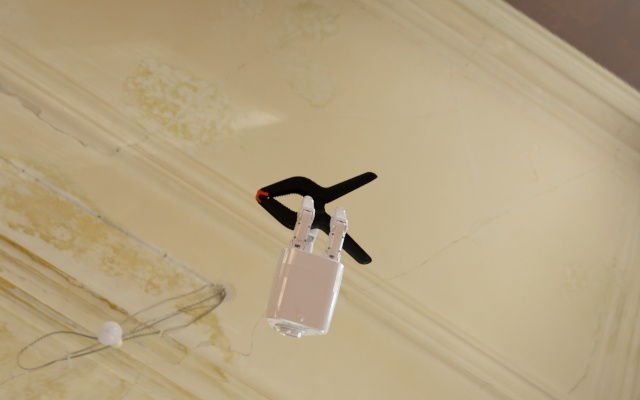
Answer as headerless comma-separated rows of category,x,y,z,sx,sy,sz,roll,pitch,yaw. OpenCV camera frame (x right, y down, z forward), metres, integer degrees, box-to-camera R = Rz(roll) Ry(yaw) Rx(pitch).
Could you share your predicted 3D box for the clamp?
clamp,-0.001,0.003,0.792,0.210,0.164,0.036,18,-25,-9
